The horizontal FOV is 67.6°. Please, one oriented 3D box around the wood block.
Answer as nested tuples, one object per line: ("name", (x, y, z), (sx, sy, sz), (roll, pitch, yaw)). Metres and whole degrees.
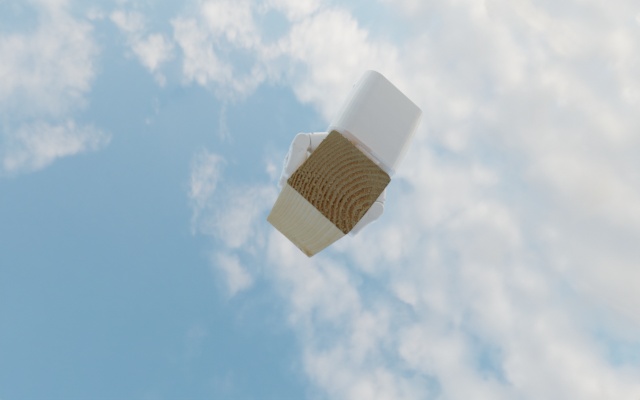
("wood block", (0.001, 0.002, 0.625), (0.091, 0.090, 0.206), (41, -18, 0))
